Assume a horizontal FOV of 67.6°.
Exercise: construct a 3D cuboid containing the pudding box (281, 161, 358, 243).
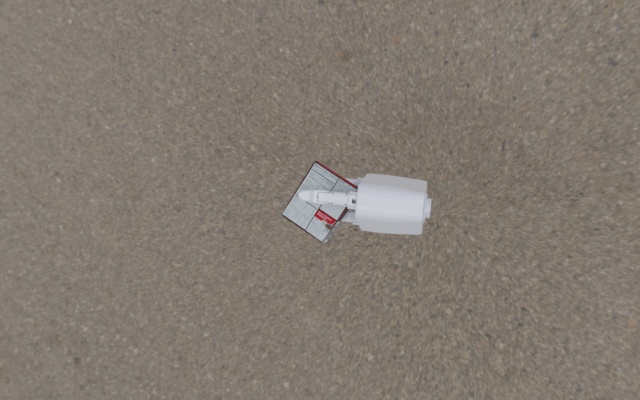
[{"bbox_3d":[0.000,0.003,0.809,0.090,0.113,0.039,34,5,10],"label":"pudding box"}]
